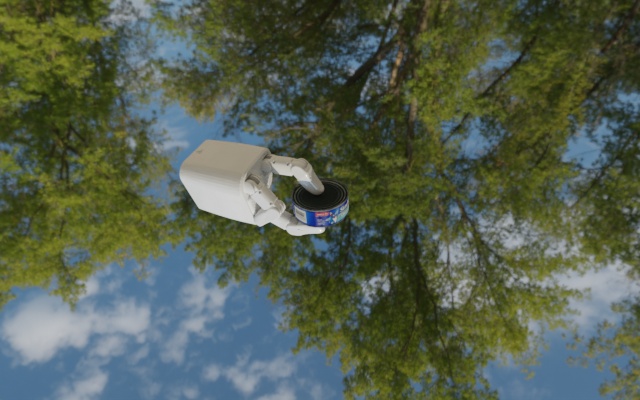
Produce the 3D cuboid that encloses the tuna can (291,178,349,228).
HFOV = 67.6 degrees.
[{"bbox_3d":[0.000,0.003,0.717,0.086,0.034,0.086,-3,36,2],"label":"tuna can"}]
